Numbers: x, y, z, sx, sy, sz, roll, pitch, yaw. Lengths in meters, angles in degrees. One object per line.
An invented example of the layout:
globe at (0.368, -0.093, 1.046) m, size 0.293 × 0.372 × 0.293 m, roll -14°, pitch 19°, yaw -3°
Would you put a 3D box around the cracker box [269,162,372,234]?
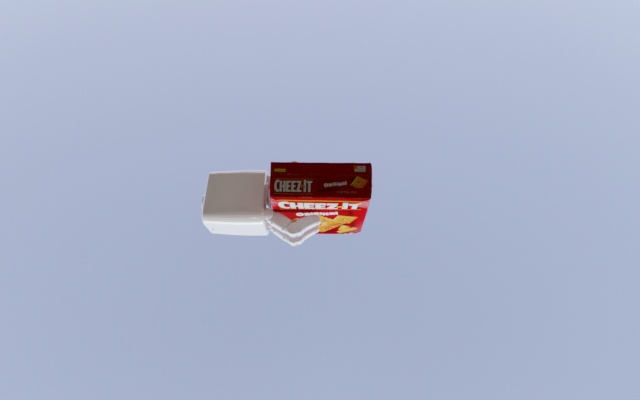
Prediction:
cracker box at (0.000, 0.003, 0.852) m, size 0.164 × 0.072 × 0.214 m, roll 0°, pitch -18°, yaw 0°
